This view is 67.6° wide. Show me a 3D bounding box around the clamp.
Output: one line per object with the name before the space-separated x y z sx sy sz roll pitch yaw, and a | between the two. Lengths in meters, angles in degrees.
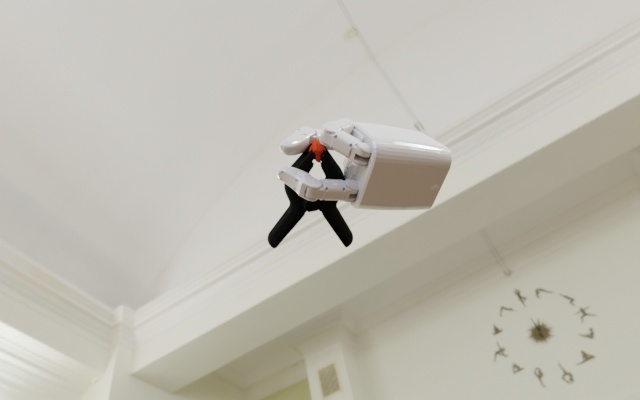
clamp | 0.000 0.002 0.641 0.120 0.172 0.039 3 38 -17
